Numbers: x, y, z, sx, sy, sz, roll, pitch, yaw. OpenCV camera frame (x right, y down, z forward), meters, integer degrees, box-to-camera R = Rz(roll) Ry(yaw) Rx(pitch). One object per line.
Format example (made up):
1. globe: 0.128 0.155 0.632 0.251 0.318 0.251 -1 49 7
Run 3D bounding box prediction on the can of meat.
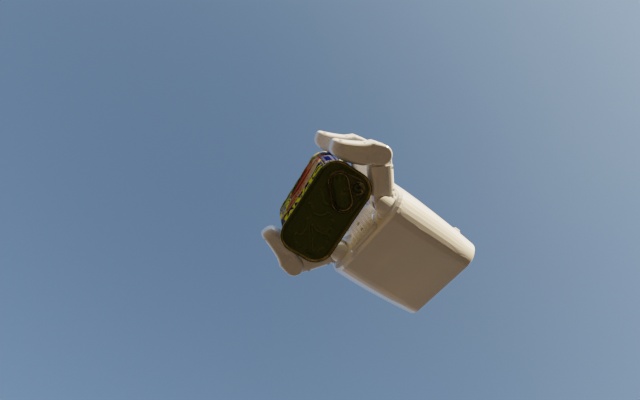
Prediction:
1. can of meat: 0.000 0.002 0.498 0.057 0.102 0.084 31 8 -14
